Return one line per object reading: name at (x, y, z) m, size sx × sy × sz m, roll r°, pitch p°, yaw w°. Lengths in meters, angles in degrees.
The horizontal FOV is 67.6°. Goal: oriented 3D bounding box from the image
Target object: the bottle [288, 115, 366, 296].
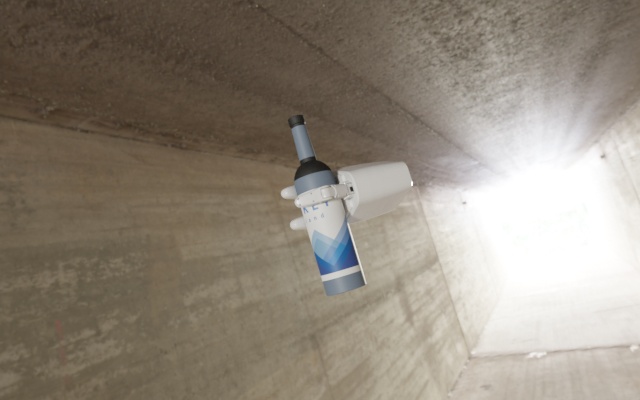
bottle at (0.000, 0.003, 0.777) m, size 0.069 × 0.295 × 0.069 m, roll -16°, pitch -7°, yaw -2°
